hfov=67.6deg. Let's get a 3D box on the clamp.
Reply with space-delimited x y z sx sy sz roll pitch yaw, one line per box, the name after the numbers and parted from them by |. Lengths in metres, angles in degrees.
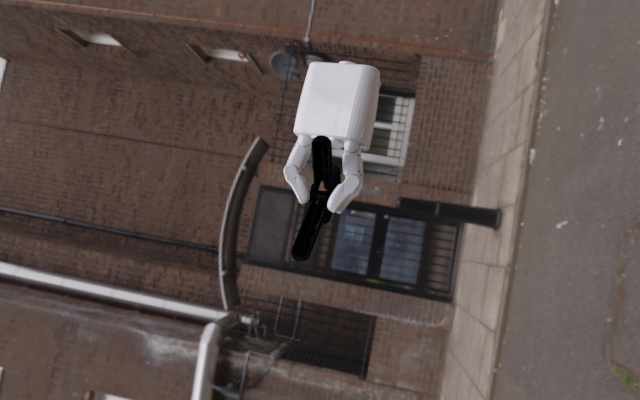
-0.001 0.002 0.696 0.036 0.164 0.210 13 -1 9 | clamp
